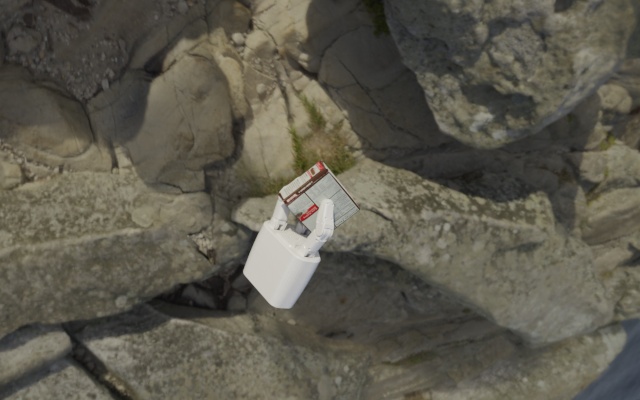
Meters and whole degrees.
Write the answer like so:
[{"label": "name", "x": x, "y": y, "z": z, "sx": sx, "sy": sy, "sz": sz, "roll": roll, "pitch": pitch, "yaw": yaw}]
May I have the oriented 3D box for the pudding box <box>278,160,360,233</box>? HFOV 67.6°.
[{"label": "pudding box", "x": 0.000, "y": 0.003, "z": 0.775, "sx": 0.113, "sy": 0.090, "sz": 0.039, "roll": 48, "pitch": 4, "yaw": -43}]
